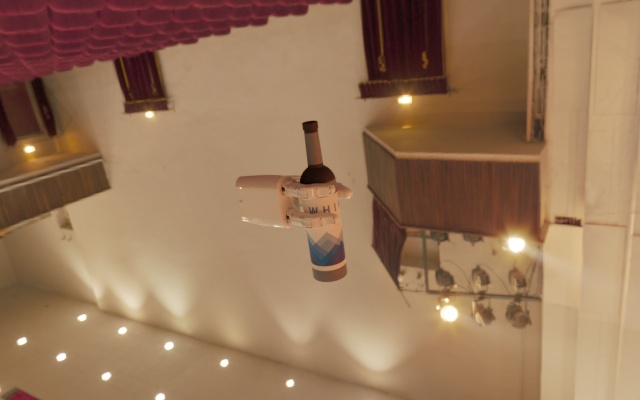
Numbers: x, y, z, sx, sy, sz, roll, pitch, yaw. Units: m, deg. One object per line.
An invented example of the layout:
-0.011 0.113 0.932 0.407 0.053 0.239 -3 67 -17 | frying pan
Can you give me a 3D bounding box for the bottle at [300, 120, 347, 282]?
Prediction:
0.000 0.003 0.870 0.069 0.296 0.069 -7 18 2 | bottle
